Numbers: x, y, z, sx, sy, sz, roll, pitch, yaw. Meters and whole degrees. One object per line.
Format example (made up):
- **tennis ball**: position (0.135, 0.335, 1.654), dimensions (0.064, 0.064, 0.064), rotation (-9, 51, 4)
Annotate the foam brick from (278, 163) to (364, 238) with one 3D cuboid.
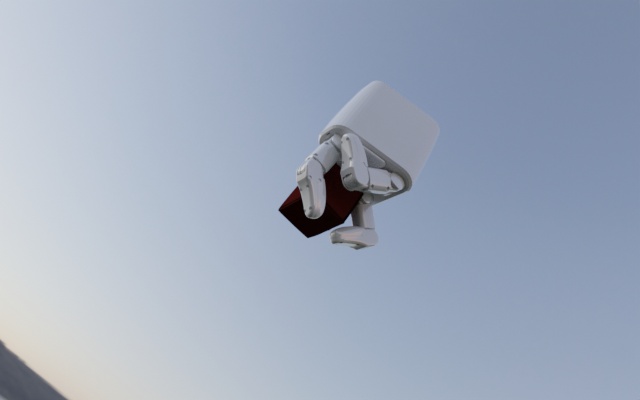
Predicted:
- **foam brick**: position (0.000, 0.002, 0.554), dimensions (0.078, 0.053, 0.051), rotation (-26, 22, 51)
